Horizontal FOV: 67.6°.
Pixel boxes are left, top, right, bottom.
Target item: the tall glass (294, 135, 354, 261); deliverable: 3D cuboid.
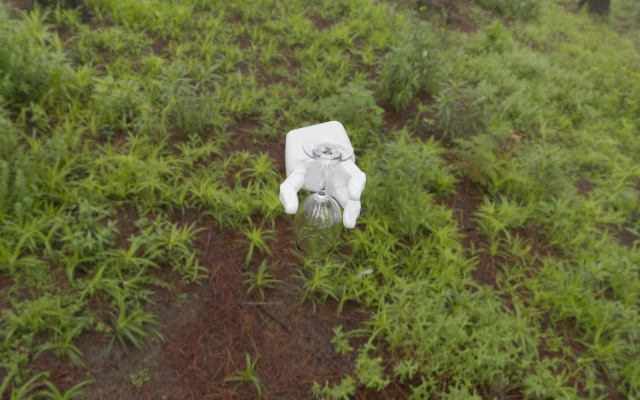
[{"bbox_3d":[0.000,0.002,0.748,0.079,0.201,0.079,5,38,-4],"label":"tall glass"}]
